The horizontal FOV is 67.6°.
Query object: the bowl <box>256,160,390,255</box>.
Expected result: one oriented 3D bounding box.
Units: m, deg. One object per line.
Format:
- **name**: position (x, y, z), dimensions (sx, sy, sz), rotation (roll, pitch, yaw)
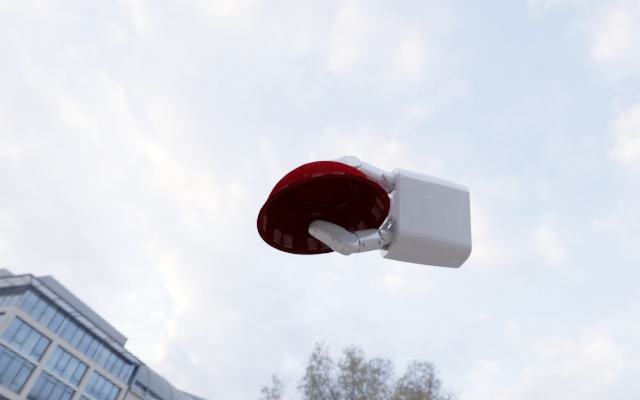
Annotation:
- **bowl**: position (-0.001, 0.001, 0.581), dimensions (0.162, 0.055, 0.162), rotation (-8, -37, -6)
